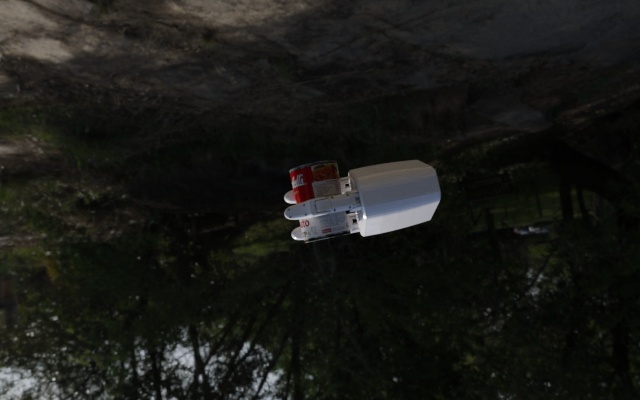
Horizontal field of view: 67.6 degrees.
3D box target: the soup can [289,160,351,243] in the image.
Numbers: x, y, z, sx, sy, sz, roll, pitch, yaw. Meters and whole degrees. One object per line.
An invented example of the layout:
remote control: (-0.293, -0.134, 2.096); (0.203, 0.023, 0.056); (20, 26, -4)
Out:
soup can: (0.000, 0.003, 0.659); (0.068, 0.102, 0.068); (-11, -4, -1)
